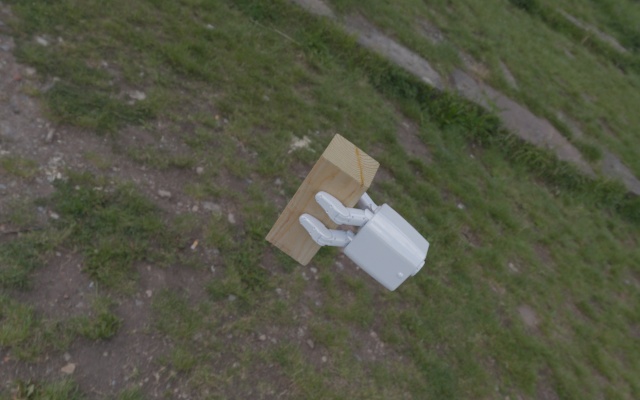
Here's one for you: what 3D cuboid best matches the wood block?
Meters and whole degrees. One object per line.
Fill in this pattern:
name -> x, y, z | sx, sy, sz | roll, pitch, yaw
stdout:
wood block -> 0.001, 0.003, 0.814 | 0.090, 0.206, 0.090 | 35, 35, -2
